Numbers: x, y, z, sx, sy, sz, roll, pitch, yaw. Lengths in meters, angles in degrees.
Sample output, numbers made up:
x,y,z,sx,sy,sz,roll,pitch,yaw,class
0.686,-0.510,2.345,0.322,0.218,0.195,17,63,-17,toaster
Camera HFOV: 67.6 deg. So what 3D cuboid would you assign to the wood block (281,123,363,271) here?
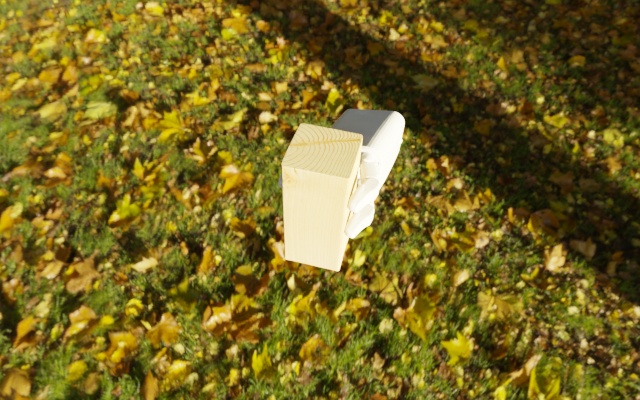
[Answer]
x,y,z,sx,sy,sz,roll,pitch,yaw,class
0.000,0.002,0.694,0.091,0.090,0.206,12,-41,9,wood block
